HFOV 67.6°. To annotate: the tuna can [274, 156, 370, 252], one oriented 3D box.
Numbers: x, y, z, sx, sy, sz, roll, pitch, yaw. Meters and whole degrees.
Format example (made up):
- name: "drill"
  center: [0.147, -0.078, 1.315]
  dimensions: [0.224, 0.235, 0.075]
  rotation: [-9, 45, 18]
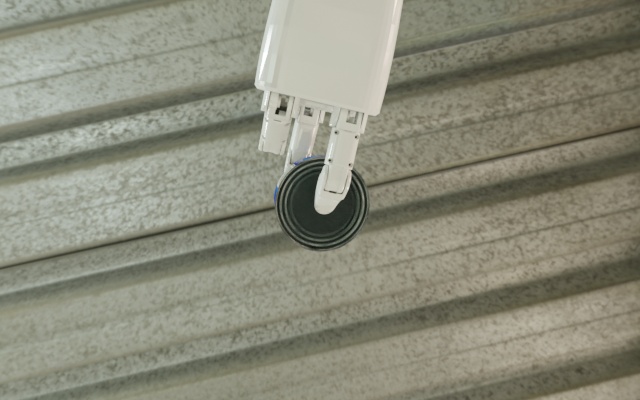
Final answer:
- name: "tuna can"
  center: [0.000, 0.001, 0.440]
  dimensions: [0.086, 0.086, 0.033]
  rotation: [0, 9, -8]
